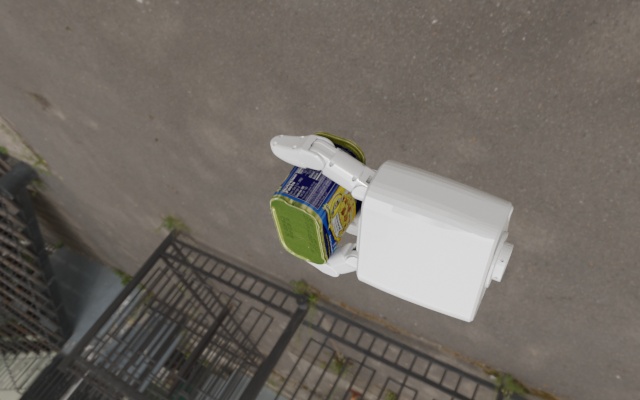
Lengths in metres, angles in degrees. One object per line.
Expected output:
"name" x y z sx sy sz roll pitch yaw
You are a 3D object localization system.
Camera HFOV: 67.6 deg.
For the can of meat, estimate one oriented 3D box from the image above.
"can of meat" 0.000 0.002 0.452 0.057 0.084 0.102 21 -31 21
